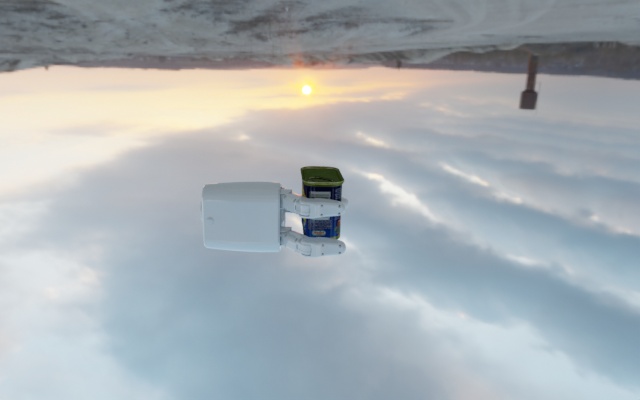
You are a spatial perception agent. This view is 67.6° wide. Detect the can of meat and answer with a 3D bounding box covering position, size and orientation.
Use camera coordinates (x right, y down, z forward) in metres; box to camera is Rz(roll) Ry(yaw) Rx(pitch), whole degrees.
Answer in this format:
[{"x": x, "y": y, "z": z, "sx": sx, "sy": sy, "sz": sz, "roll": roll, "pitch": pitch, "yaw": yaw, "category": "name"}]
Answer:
[{"x": 0.000, "y": 0.003, "z": 0.680, "sx": 0.057, "sy": 0.084, "sz": 0.102, "roll": 1, "pitch": 16, "yaw": -5, "category": "can of meat"}]
